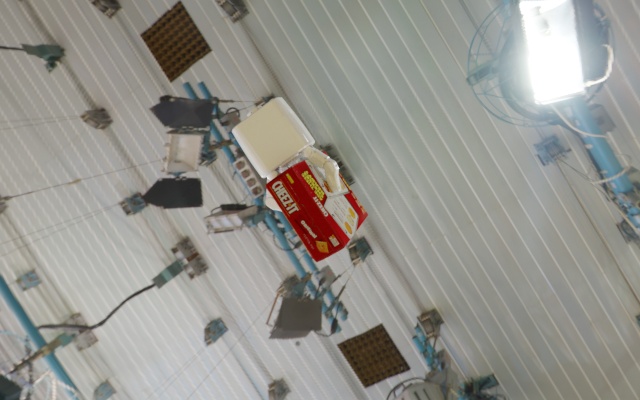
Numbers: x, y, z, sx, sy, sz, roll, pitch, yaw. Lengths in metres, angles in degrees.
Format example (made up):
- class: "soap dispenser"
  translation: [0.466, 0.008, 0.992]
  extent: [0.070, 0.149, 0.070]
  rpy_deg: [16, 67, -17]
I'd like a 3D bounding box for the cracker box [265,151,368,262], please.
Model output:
- class: "cracker box"
  translation: [0.000, 0.003, 0.898]
  extent: [0.072, 0.164, 0.213]
  rpy_deg: [-33, 2, 21]
